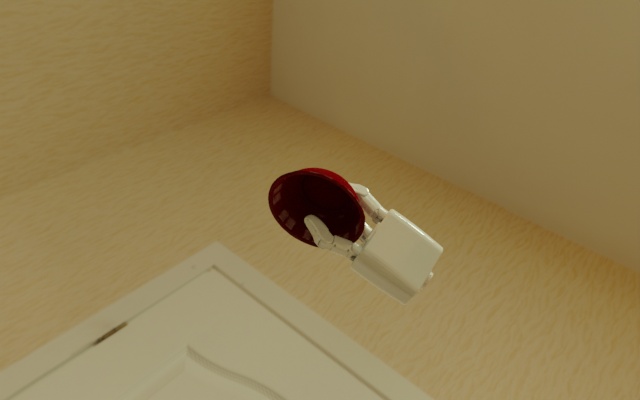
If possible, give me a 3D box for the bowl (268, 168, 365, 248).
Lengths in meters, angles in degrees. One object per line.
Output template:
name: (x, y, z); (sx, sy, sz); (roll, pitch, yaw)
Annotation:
bowl: (-0.001, 0.001, 0.764); (0.162, 0.162, 0.055); (0, 40, 25)
